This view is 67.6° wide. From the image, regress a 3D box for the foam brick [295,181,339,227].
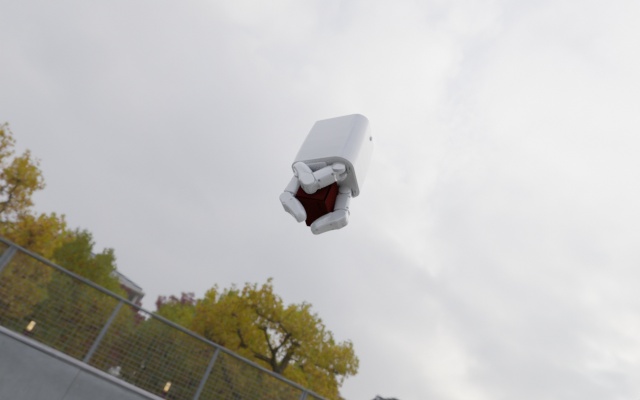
[{"bbox_3d":[0.000,0.003,0.761,0.053,0.051,0.078,8,-36,21],"label":"foam brick"}]
